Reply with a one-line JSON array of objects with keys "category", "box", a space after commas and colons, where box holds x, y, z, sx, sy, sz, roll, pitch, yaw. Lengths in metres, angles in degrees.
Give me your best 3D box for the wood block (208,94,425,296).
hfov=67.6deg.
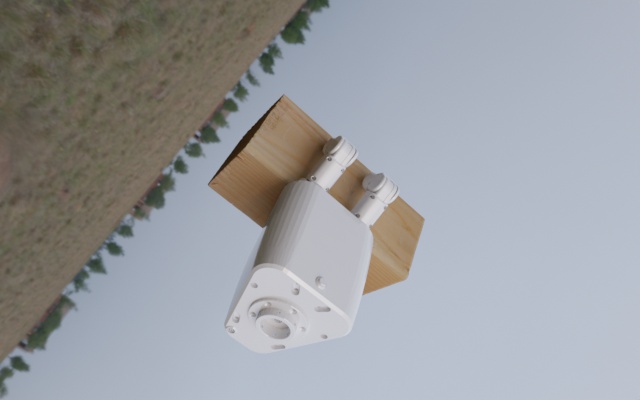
[{"category": "wood block", "box": [0.000, 0.002, 0.508, 0.206, 0.090, 0.091, 40, -41, -16]}]
